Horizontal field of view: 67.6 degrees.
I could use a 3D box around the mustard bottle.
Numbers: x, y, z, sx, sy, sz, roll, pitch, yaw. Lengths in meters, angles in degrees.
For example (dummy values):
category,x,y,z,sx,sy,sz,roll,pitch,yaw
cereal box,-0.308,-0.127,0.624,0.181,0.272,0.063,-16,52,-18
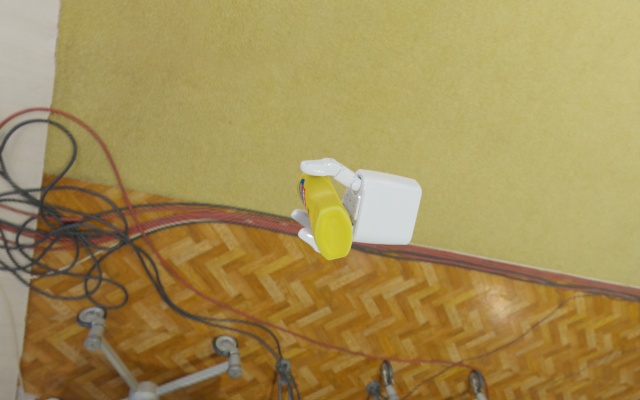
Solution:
category,x,y,z,sx,sy,sz,roll,pitch,yaw
mustard bottle,0.000,0.003,0.765,0.058,0.096,0.191,-14,33,-5
